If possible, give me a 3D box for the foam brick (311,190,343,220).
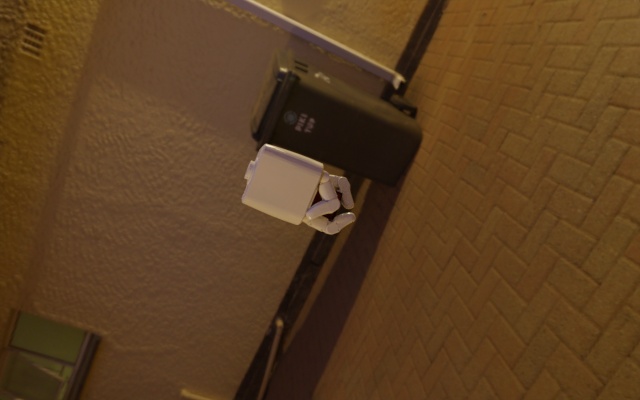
[{"bbox_3d":[0.000,0.003,0.871,0.051,0.053,0.078,20,-6,-12],"label":"foam brick"}]
